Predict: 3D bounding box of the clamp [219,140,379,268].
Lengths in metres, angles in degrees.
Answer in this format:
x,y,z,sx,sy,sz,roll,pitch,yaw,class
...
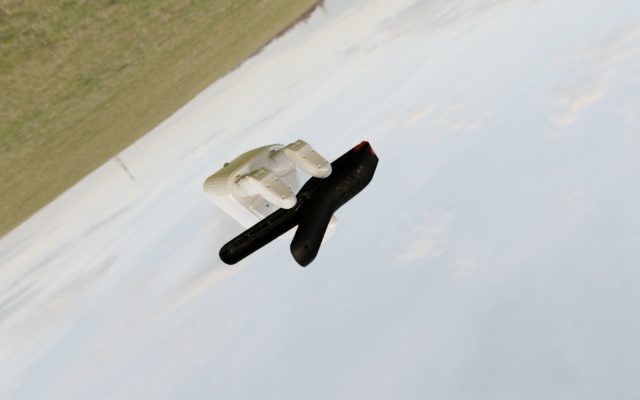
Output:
x,y,z,sx,sy,sz,roll,pitch,yaw,class
0.001,0.002,0.506,0.210,0.036,0.164,-41,19,-25,clamp
